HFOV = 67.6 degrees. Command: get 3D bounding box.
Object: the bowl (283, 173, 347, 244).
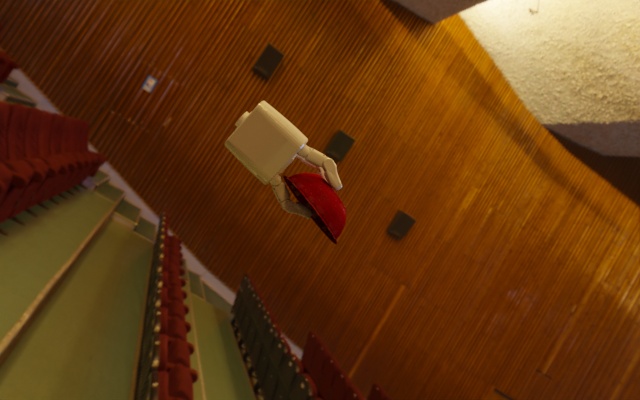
[{"bbox_3d":[0.001,0.004,0.894,0.055,0.162,0.162,-37,5,-7],"label":"bowl"}]
